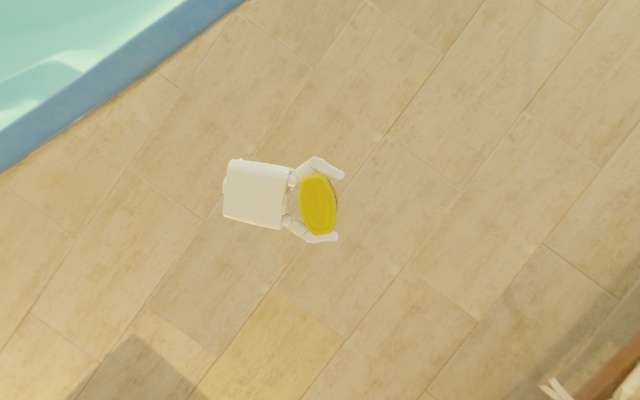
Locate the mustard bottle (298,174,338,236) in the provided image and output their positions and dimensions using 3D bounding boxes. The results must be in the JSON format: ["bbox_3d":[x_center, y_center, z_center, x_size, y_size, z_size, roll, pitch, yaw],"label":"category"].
[{"bbox_3d":[0.000,0.003,0.835,0.058,0.096,0.191,-13,2,4],"label":"mustard bottle"}]
